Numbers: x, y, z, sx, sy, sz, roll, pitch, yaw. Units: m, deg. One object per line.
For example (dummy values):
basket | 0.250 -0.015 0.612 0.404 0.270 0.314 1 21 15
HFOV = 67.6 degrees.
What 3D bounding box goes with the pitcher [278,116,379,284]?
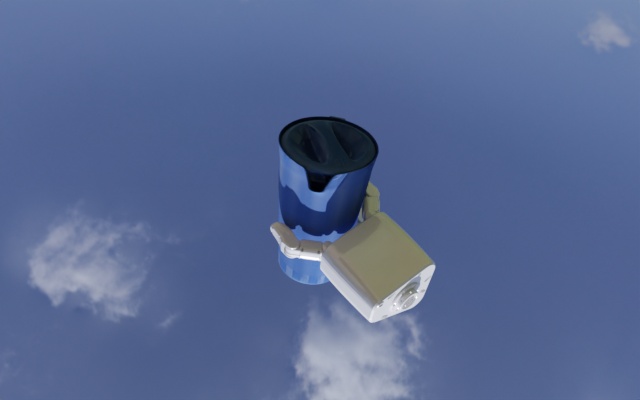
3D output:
pitcher | 0.000 0.002 0.712 0.149 0.243 0.145 -21 49 -31
